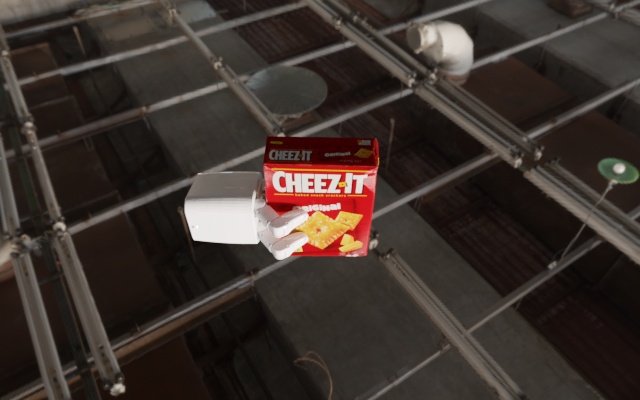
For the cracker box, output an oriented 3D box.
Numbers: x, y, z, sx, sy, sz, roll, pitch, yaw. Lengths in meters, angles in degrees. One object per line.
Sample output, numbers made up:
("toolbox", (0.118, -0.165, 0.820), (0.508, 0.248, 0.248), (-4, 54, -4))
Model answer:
("cracker box", (0.000, 0.002, 0.754), (0.164, 0.072, 0.214), (1, -42, 0))
